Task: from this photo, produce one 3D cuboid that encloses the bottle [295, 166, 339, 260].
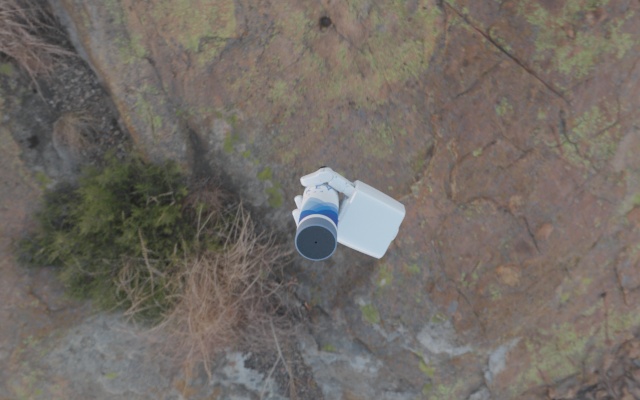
[{"bbox_3d":[0.000,0.003,0.881,0.069,0.069,0.295,0,26,3],"label":"bottle"}]
